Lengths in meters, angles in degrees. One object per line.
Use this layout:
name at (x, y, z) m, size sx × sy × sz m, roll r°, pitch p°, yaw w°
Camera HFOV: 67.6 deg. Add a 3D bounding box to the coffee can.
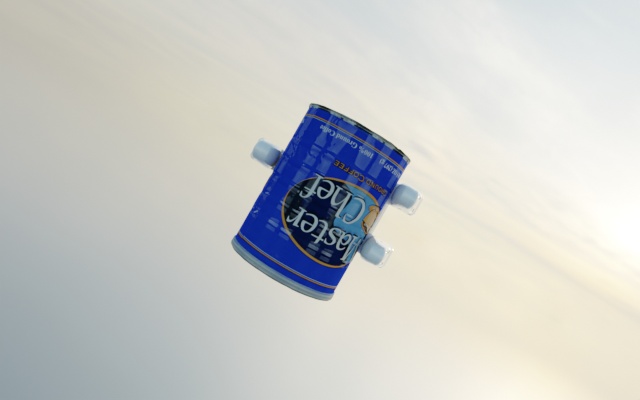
coffee can at (0.000, 0.001, 0.422) m, size 0.103 × 0.140 × 0.103 m, roll 30°, pitch 2°, yaw -1°
